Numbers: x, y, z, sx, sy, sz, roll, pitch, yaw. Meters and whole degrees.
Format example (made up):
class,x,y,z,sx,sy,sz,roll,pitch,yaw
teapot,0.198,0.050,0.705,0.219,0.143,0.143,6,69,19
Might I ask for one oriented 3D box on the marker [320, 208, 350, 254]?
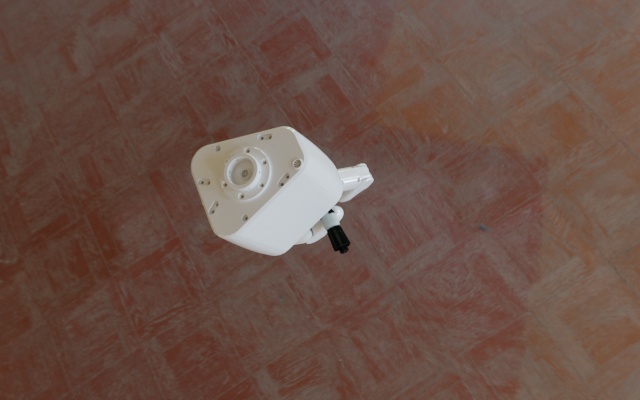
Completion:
class,x,y,z,sx,sy,sz,roll,pitch,yaw
marker,0.000,0.002,0.509,0.020,0.121,0.020,-23,-19,-8
